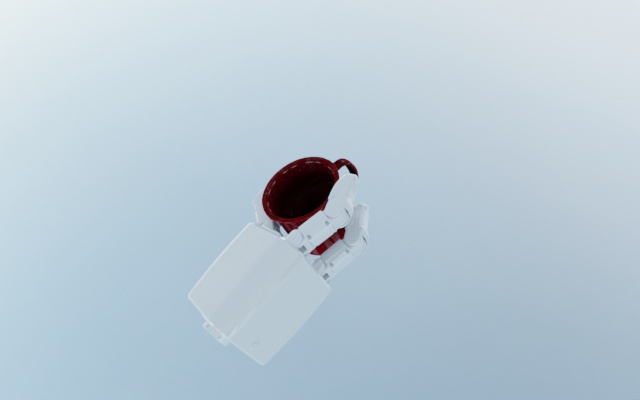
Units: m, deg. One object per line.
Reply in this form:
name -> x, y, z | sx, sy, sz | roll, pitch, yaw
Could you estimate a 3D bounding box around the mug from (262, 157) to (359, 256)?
mug -> 0.001, 0.001, 0.554 | 0.093, 0.117, 0.081 | 30, -19, 42
